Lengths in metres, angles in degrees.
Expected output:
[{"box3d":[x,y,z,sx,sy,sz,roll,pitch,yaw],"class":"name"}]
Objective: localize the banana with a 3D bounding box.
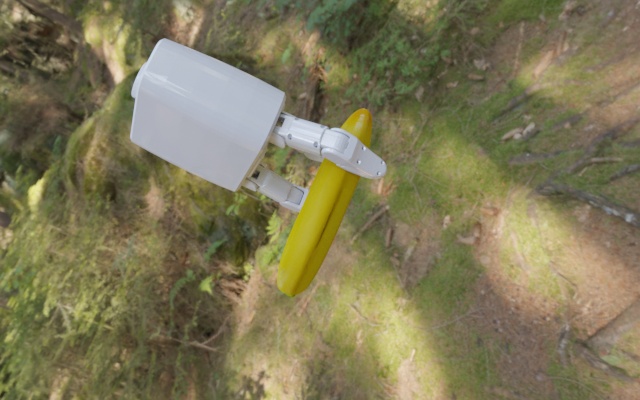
[{"box3d":[0.000,0.009,0.430,0.037,0.198,0.069,23,10,-9],"class":"banana"}]
